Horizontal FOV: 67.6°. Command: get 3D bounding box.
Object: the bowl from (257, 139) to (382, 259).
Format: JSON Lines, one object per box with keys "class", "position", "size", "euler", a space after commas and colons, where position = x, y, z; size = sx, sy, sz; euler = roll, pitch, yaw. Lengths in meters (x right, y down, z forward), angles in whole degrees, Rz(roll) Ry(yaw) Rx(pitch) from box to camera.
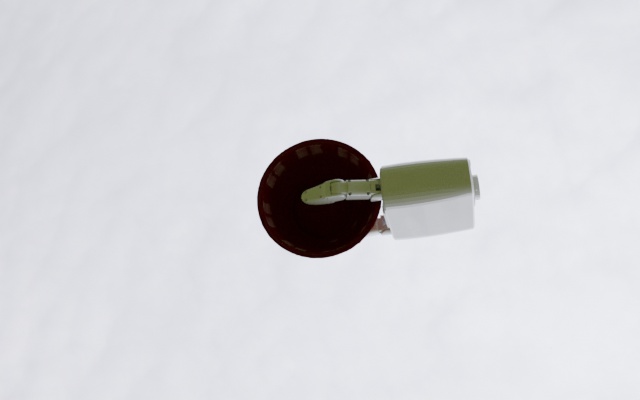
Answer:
{"class": "bowl", "position": [-0.001, 0.002, 0.635], "size": [0.162, 0.162, 0.055], "euler": [0, -18, 7]}
